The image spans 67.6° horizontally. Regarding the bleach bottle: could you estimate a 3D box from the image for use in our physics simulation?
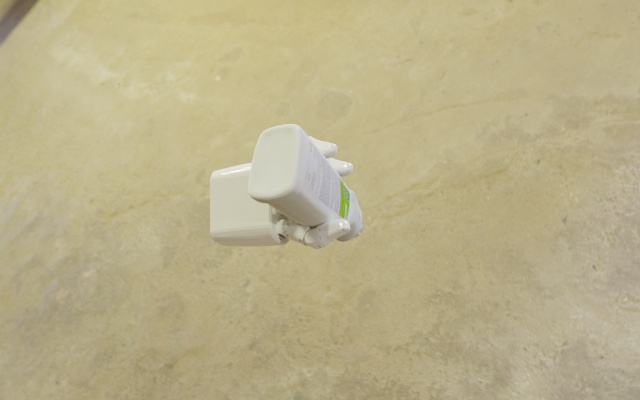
[{"bbox_3d":[0.000,0.002,0.649,0.068,0.102,0.251,-6,-26,25],"label":"bleach bottle"}]
